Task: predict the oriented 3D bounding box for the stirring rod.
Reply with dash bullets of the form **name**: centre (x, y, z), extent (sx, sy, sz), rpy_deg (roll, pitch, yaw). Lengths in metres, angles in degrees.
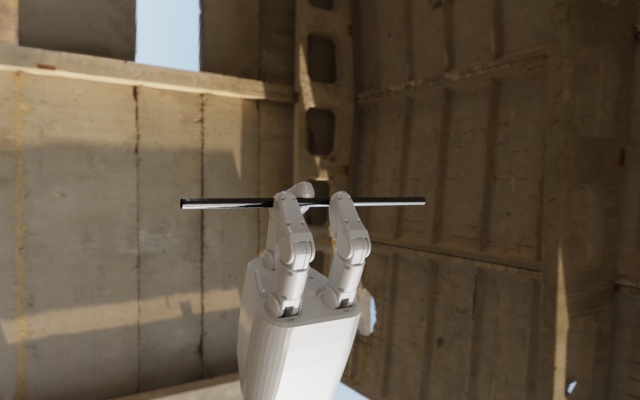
- **stirring rod**: centre (0.000, 0.001, 0.414), extent (0.239, 0.011, 0.011), rpy_deg (-1, 0, -32)
